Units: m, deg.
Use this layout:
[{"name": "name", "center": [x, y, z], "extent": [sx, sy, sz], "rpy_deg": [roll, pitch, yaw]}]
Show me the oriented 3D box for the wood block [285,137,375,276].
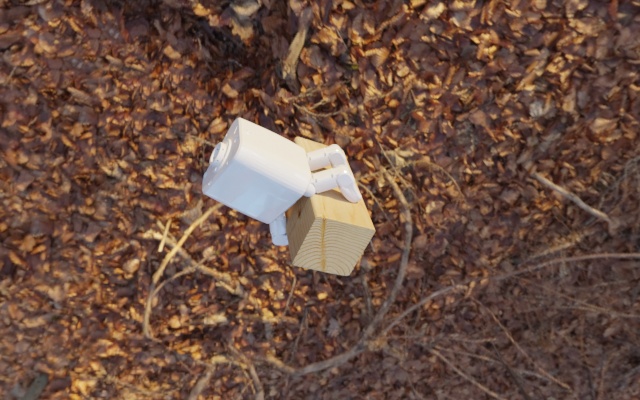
[{"name": "wood block", "center": [0.000, 0.003, 0.715], "extent": [0.090, 0.091, 0.206], "rpy_deg": [14, 33, -21]}]
